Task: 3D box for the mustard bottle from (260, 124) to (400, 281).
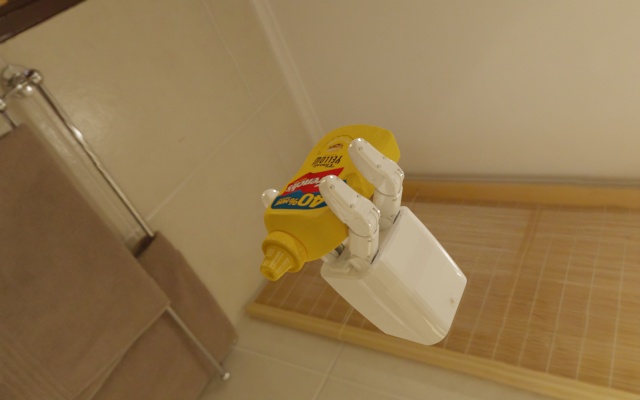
[{"bbox_3d":[0.000,0.001,0.463,0.096,0.058,0.191,1,41,37],"label":"mustard bottle"}]
